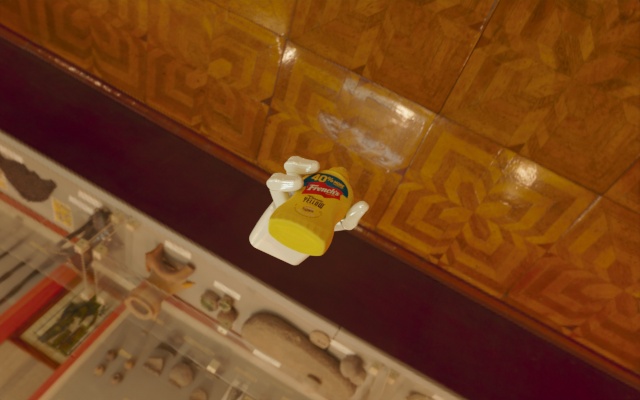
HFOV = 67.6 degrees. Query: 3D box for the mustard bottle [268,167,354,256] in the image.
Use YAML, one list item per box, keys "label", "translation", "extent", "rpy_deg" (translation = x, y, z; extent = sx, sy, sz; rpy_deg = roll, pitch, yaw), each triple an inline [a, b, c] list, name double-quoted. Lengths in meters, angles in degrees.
- label: "mustard bottle"
  translation: [0.000, 0.002, 0.769]
  extent: [0.096, 0.058, 0.191]
  rpy_deg: [21, 42, 14]
